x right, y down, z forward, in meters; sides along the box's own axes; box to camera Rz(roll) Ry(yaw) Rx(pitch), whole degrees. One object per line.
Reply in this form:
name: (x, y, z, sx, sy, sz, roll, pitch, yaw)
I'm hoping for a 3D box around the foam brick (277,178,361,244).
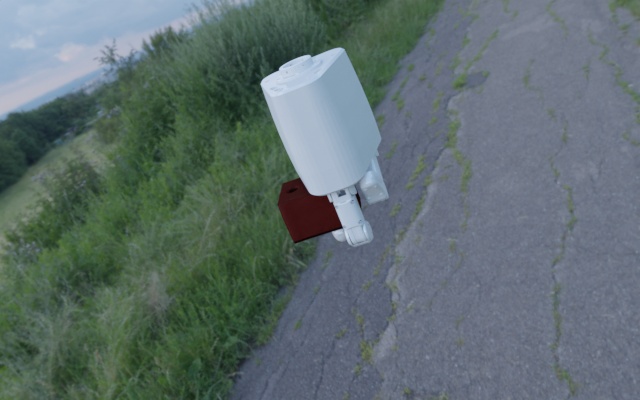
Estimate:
foam brick: (0.000, 0.002, 0.510, 0.078, 0.051, 0.053, -19, 26, 12)
